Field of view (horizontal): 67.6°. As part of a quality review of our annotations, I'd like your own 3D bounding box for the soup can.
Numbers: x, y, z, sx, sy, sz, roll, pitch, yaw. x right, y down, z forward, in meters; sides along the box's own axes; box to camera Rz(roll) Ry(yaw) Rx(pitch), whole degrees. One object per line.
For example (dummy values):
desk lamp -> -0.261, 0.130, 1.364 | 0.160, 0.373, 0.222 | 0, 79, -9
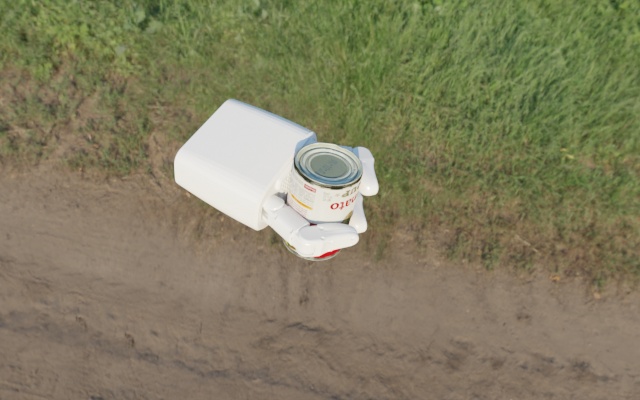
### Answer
soup can -> 0.001, 0.002, 0.477 | 0.068, 0.102, 0.068 | 7, 42, -6
